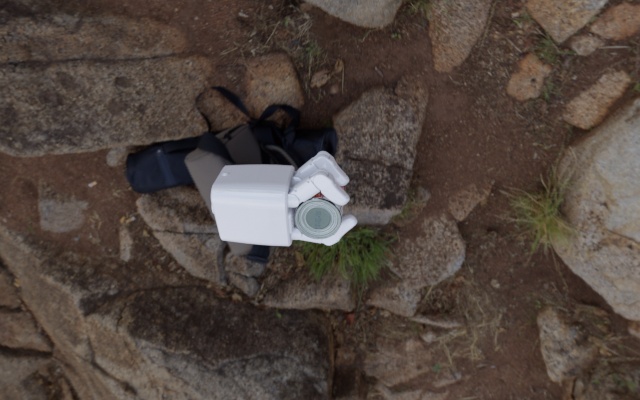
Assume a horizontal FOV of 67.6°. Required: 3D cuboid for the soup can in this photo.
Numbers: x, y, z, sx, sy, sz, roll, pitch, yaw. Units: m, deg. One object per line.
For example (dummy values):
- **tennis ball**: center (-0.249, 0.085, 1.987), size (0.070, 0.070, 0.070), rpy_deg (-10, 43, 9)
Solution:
- **soup can**: center (0.001, 0.003, 0.701), size (0.068, 0.068, 0.102), rpy_deg (0, 28, 5)
